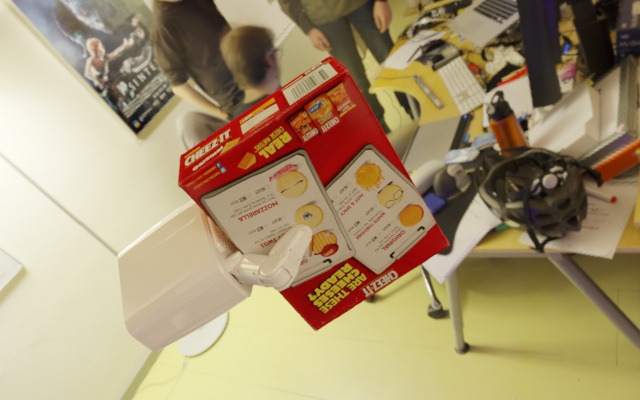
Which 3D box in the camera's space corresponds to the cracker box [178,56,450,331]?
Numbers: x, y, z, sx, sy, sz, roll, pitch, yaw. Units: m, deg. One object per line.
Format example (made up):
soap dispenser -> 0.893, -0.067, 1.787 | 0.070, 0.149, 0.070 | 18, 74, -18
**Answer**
cracker box -> 0.000, 0.001, 0.450 | 0.164, 0.214, 0.072 | -34, 32, 5
